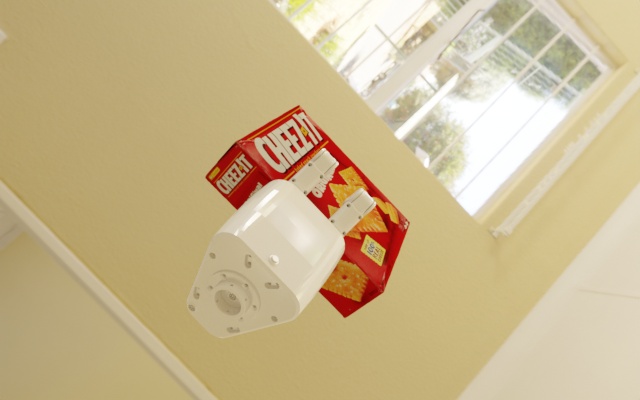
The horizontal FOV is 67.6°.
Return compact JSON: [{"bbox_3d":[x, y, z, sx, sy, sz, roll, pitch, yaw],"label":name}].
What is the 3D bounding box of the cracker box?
[{"bbox_3d":[0.000,0.002,0.555,0.072,0.214,0.164,-41,4,31],"label":"cracker box"}]
